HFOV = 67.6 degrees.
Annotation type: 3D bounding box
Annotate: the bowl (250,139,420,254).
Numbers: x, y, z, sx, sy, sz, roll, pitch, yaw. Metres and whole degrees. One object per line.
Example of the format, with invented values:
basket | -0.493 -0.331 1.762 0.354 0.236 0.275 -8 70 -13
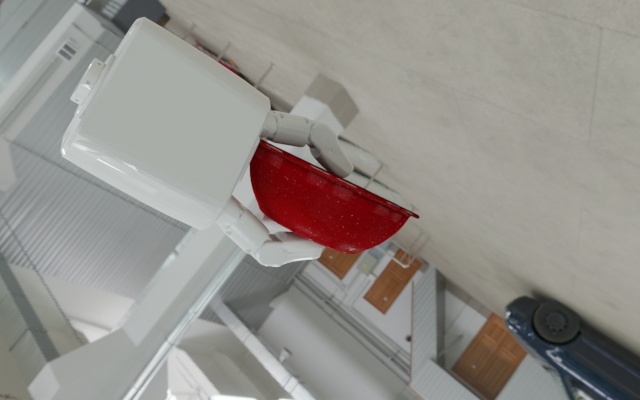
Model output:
bowl | 0.001 0.002 0.411 0.162 0.055 0.162 25 4 -2
